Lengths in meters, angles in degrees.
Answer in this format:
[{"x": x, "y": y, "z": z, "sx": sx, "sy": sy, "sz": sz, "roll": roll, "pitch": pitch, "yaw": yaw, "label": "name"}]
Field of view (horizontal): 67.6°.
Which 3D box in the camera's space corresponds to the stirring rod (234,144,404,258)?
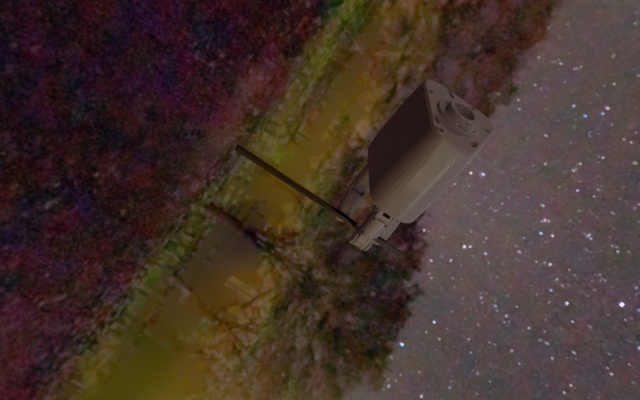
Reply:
[{"x": 0.000, "y": 0.002, "z": 0.576, "sx": 0.239, "sy": 0.011, "sz": 0.011, "roll": 33, "pitch": -3, "yaw": -5, "label": "stirring rod"}]
